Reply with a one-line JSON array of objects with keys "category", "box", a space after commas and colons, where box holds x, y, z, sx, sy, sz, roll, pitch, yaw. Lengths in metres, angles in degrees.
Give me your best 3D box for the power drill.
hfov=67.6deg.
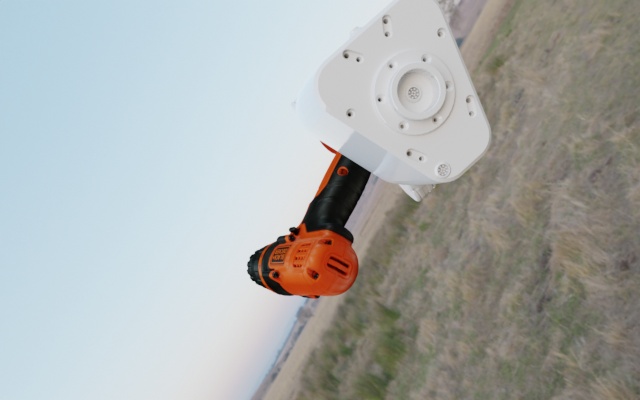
[{"category": "power drill", "box": [0.000, 0.001, 0.452, 0.057, 0.187, 0.184, 28, -18, -21]}]
